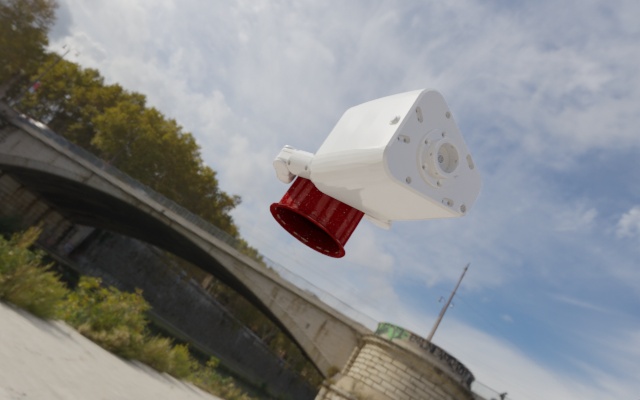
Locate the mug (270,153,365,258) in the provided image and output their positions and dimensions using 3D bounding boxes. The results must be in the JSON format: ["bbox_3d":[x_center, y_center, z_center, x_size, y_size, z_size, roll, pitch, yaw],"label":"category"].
[{"bbox_3d":[-0.001,0.002,0.519,0.093,0.081,0.117,44,-22,-25],"label":"mug"}]
